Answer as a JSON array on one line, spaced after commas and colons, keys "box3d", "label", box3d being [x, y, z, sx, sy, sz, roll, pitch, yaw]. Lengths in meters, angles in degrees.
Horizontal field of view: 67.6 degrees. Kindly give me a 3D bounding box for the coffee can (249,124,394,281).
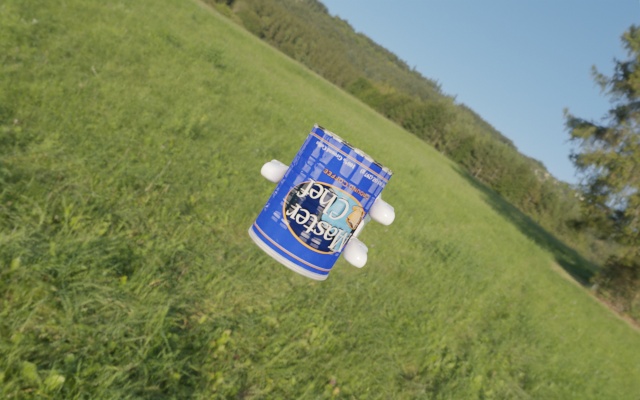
[{"box3d": [0.000, 0.002, 0.529, 0.103, 0.140, 0.103, 32, 6, -4], "label": "coffee can"}]
